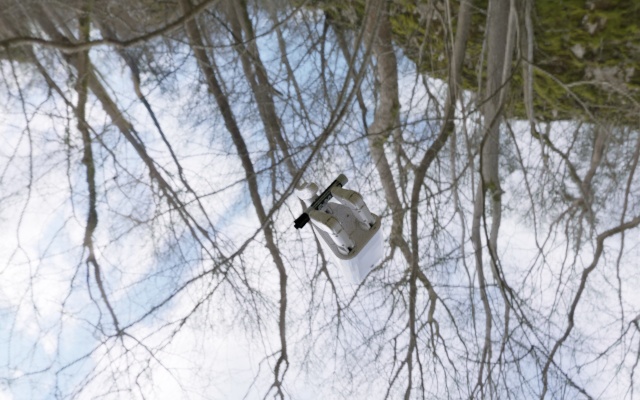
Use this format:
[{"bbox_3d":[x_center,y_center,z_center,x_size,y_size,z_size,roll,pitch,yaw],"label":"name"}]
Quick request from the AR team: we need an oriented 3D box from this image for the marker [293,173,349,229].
[{"bbox_3d":[0.000,0.003,0.780,0.121,0.020,0.020,-46,17,-18],"label":"marker"}]
